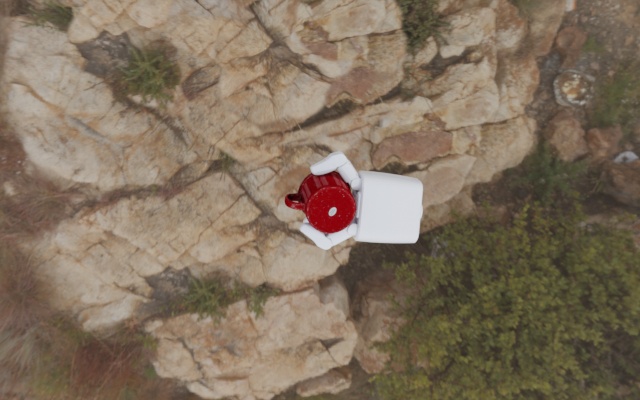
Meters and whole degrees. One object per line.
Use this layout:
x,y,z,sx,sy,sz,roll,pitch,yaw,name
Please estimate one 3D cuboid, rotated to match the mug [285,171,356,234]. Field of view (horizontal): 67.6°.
-0.001,0.002,0.778,0.117,0.093,0.081,4,17,-9,mug
